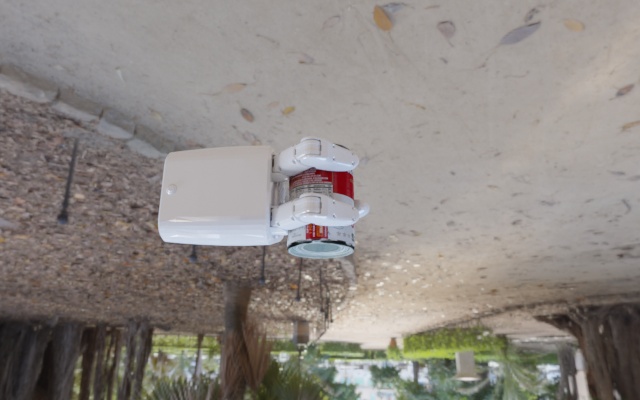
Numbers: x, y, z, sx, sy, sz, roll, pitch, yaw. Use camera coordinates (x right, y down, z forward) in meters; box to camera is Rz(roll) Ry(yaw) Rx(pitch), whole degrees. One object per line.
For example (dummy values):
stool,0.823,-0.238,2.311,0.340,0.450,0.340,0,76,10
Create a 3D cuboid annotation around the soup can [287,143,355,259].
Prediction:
soup can,0.001,0.002,0.480,0.068,0.102,0.068,0,-19,0
